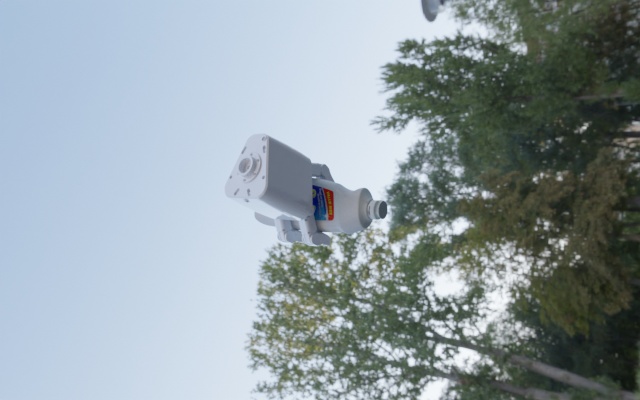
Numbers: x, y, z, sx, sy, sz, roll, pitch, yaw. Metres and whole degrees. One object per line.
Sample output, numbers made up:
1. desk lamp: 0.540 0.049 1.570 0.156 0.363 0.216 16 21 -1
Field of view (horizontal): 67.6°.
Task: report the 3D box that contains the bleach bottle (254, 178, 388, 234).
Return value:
1. bleach bottle: 0.000 0.003 0.813 0.251 0.102 0.068 2 -15 38
